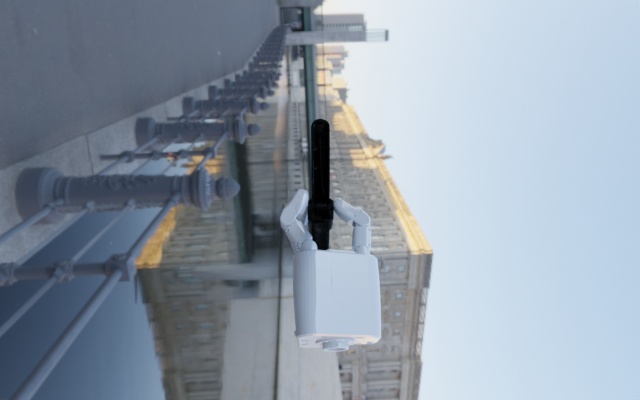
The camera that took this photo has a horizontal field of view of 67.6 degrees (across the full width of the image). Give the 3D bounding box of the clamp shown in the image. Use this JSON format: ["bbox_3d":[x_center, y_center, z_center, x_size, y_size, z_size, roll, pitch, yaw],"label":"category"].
[{"bbox_3d":[0.001,0.003,0.663,0.036,0.164,0.210,0,-26,0],"label":"clamp"}]
